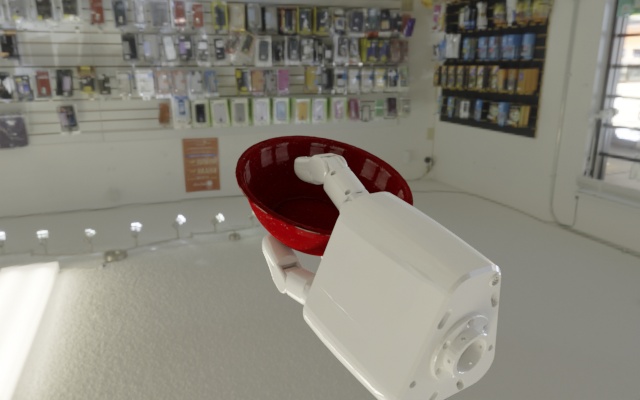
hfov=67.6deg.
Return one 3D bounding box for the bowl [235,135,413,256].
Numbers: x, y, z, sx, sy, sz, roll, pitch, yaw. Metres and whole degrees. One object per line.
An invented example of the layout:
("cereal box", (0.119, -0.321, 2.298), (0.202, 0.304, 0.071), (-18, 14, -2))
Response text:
("bowl", (0.000, 0.001, 0.443), (0.162, 0.055, 0.162), (10, 34, -7))
